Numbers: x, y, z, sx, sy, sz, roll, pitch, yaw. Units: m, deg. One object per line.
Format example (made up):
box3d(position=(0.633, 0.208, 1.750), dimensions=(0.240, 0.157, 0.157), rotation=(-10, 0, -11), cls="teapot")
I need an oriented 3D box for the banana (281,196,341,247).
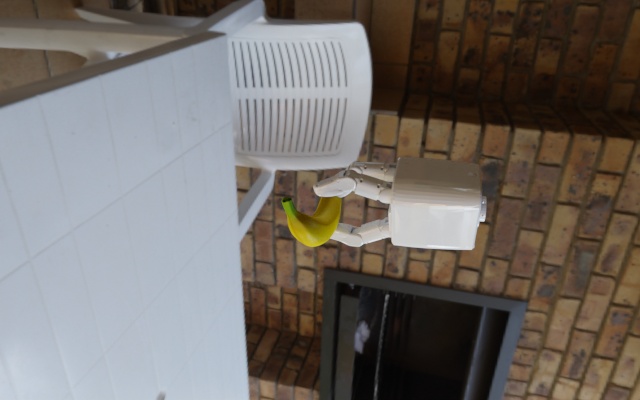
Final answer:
box3d(position=(-0.001, 0.021, 0.628), dimensions=(0.037, 0.069, 0.198), rotation=(1, 6, 16), cls="banana")
